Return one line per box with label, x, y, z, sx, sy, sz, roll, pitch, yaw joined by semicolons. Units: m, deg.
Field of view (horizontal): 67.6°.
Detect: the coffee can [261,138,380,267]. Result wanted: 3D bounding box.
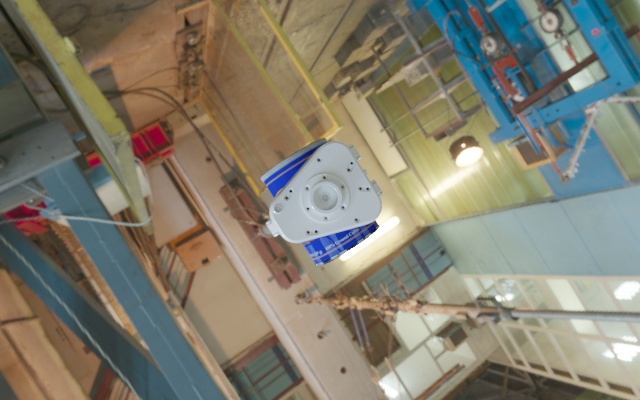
coffee can;0.000;0.002;0.641;0.103;0.140;0.103;-32;1;1
